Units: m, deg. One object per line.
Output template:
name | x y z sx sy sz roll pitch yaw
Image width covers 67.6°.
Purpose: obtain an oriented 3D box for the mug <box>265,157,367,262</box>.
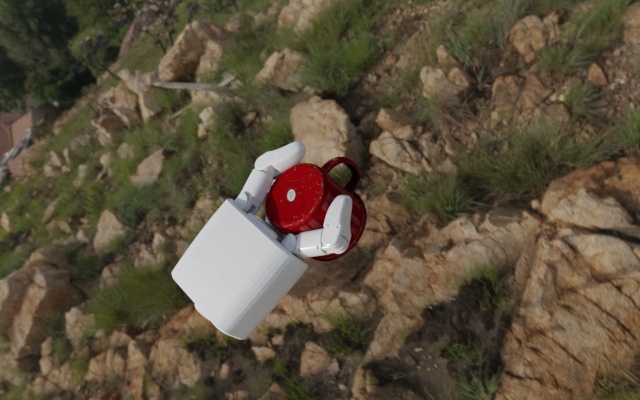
mug | 0.001 0.001 0.535 0.093 0.117 0.081 41 1 44
